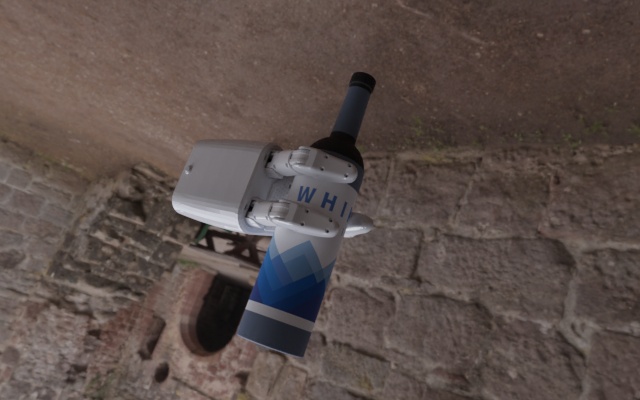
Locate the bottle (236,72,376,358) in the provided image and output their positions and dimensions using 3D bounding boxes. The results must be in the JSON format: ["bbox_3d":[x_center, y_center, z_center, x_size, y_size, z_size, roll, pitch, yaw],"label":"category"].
[{"bbox_3d":[0.000,0.002,0.482,0.069,0.295,0.069,18,-15,5],"label":"bottle"}]
